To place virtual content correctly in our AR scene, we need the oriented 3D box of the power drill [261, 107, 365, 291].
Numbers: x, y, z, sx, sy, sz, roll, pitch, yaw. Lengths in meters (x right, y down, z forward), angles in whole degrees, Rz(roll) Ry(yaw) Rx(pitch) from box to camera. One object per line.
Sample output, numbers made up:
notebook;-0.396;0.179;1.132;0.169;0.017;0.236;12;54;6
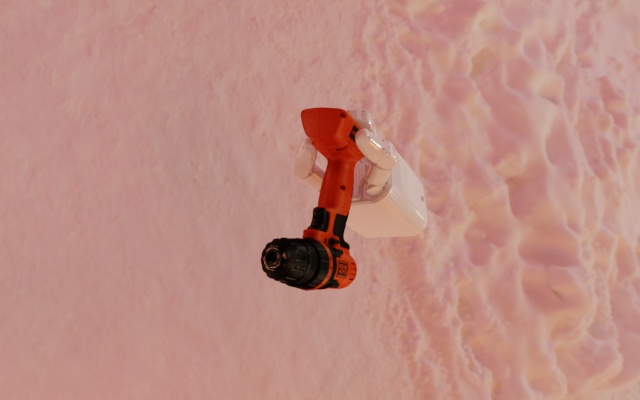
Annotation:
power drill;0.000;0.001;0.508;0.057;0.187;0.184;6;-9;21
